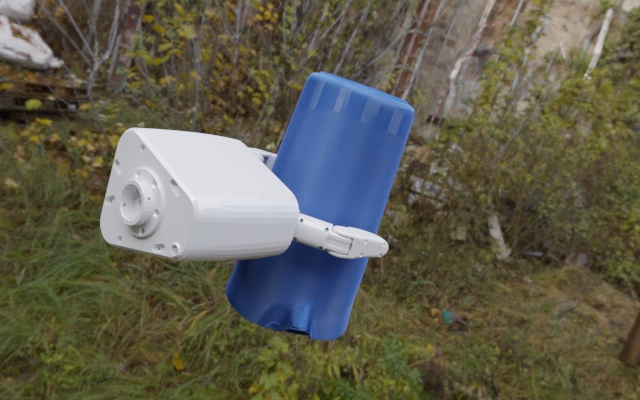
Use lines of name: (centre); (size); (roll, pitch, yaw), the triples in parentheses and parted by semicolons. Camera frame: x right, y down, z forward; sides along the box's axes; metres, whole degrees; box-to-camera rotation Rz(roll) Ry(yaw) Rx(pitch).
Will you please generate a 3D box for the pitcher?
pitcher: (0.000, 0.002, 0.487); (0.149, 0.243, 0.145); (28, 15, 33)
